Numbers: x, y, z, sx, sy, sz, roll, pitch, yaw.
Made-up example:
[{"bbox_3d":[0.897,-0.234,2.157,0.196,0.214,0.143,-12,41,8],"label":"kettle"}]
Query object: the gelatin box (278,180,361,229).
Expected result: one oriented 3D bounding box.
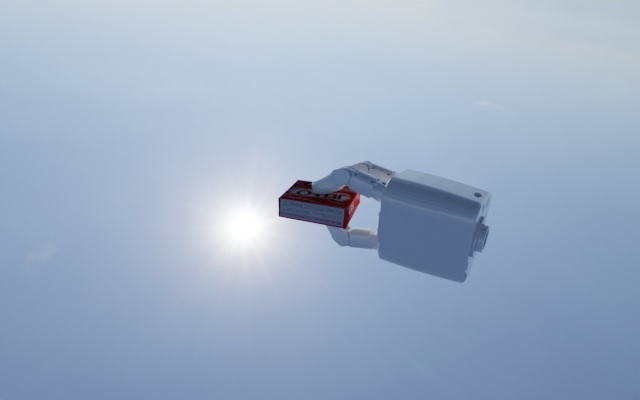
[{"bbox_3d":[0.000,0.002,0.605,0.089,0.030,0.073,9,22,14],"label":"gelatin box"}]
